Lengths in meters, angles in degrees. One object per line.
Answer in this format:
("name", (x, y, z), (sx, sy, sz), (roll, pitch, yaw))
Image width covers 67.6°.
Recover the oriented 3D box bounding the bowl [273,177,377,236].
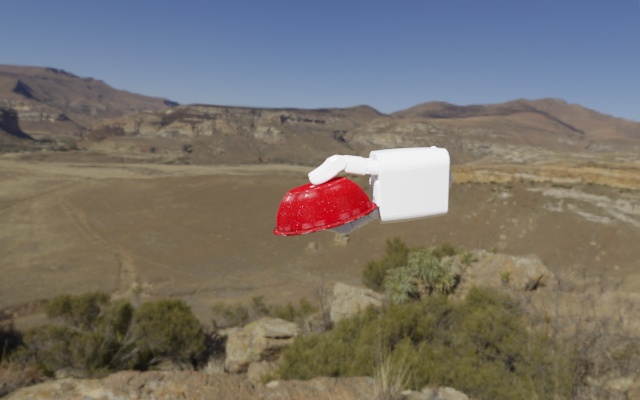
("bowl", (-0.001, 0.002, 0.716), (0.162, 0.055, 0.162), (-15, 8, 2))
